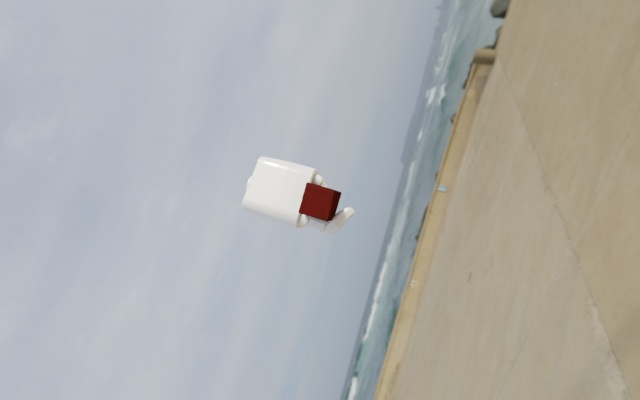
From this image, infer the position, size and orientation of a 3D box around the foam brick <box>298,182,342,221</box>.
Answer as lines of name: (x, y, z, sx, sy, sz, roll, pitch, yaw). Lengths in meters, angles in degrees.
foam brick: (0.000, 0.003, 0.794, 0.051, 0.053, 0.078, 17, 1, 8)
